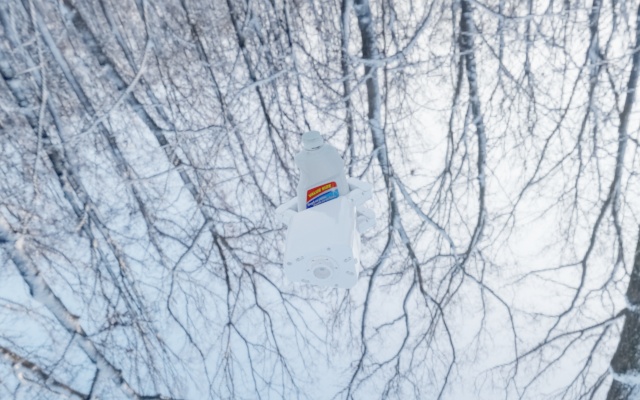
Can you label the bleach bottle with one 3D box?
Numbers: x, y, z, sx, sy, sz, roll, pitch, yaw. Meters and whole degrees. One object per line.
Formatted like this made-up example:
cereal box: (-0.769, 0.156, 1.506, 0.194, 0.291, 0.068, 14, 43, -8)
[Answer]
bleach bottle: (0.000, 0.003, 0.797, 0.102, 0.251, 0.068, -6, 34, 10)
